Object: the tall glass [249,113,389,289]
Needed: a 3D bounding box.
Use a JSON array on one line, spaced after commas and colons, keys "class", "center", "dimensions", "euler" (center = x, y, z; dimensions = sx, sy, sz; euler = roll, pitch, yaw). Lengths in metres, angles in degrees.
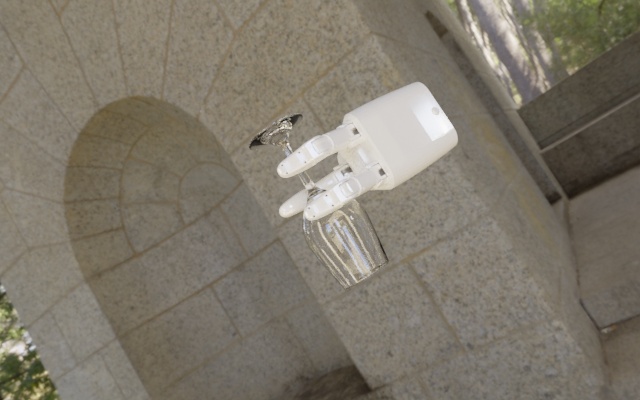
[{"class": "tall glass", "center": [0.000, 0.001, 0.556], "dimensions": [0.079, 0.201, 0.079], "euler": [-32, -5, -3]}]
